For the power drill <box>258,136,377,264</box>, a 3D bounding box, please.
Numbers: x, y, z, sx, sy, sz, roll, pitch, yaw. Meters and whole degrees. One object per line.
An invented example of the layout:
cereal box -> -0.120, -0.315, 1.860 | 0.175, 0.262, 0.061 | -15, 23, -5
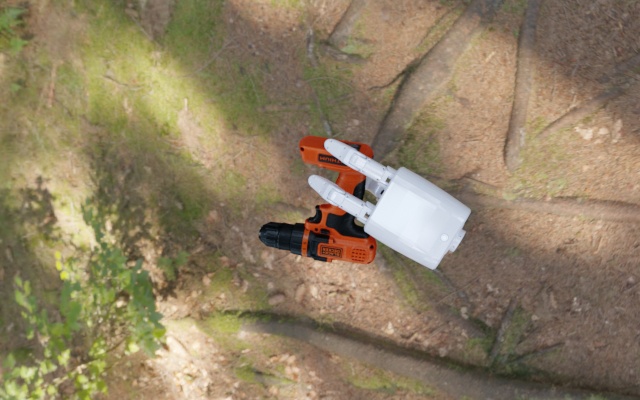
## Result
power drill -> 0.000, 0.002, 0.709 | 0.184, 0.188, 0.057 | 8, 26, 6
